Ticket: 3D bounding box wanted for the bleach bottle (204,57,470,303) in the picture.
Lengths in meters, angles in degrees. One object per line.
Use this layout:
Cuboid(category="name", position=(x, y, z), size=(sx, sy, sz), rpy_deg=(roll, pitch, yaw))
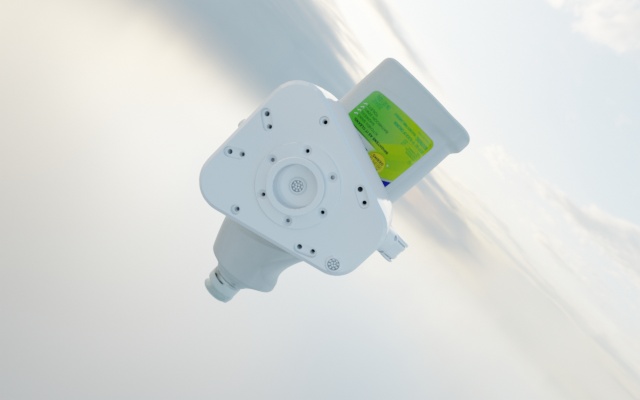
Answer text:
Cuboid(category="bleach bottle", position=(0.000, 0.001, 0.414), size=(0.251, 0.102, 0.068), rpy_deg=(-44, -2, 9))
